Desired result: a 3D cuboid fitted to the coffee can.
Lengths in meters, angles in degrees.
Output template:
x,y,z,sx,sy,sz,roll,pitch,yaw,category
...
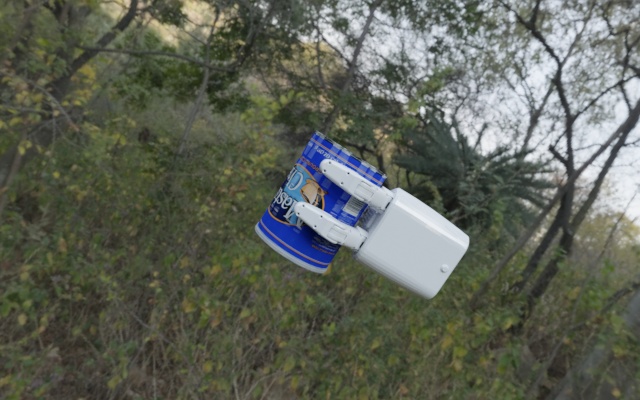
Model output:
x,y,z,sx,sy,sz,roll,pitch,yaw,category
0.000,0.002,0.580,0.103,0.140,0.103,32,6,-4,coffee can
